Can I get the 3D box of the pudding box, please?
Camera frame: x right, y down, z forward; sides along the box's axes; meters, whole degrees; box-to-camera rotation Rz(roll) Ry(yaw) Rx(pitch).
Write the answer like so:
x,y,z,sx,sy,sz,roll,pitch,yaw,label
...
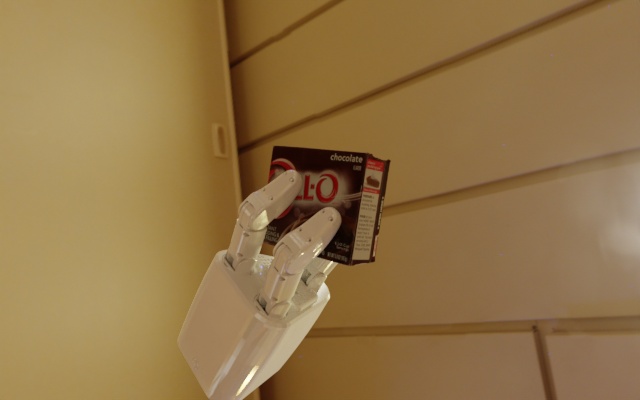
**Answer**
x,y,z,sx,sy,sz,roll,pitch,yaw,label
0.000,0.001,0.414,0.113,0.090,0.039,9,2,40,pudding box
